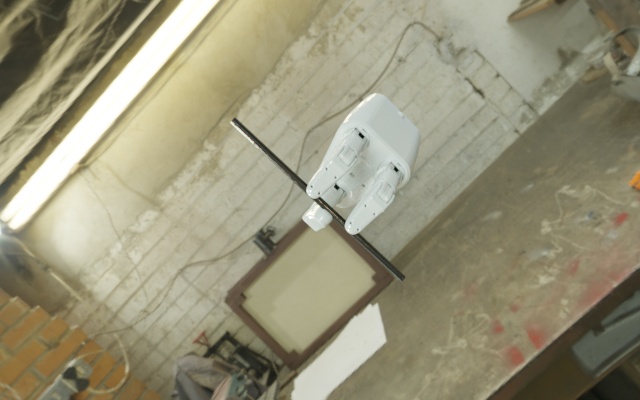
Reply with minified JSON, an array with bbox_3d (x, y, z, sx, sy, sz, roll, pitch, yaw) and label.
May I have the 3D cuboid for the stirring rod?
[{"bbox_3d":[0.000,0.002,0.490,0.239,0.011,0.011,43,-7,-8],"label":"stirring rod"}]
